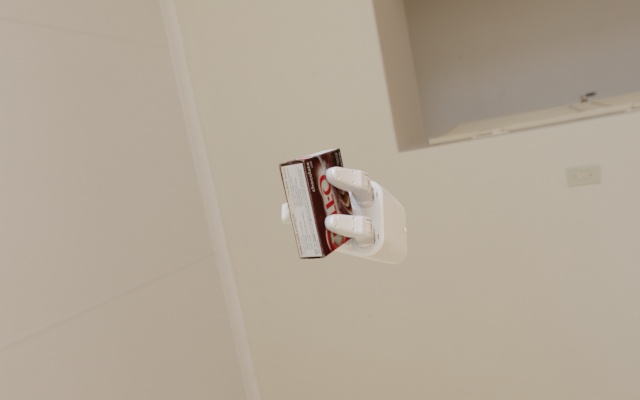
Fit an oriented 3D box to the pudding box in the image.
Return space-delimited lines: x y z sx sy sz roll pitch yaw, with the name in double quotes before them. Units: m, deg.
"pudding box" 0.000 0.002 0.557 0.039 0.113 0.090 -10 9 29
